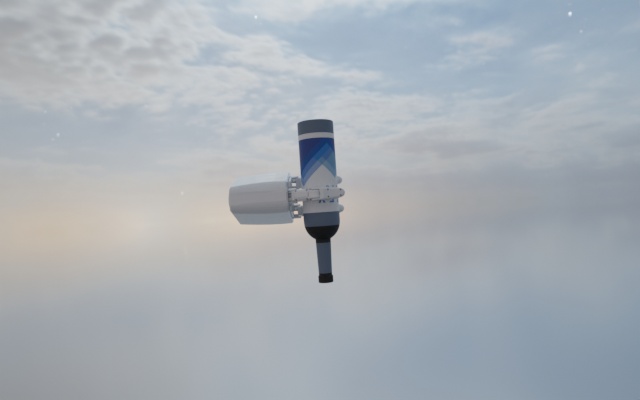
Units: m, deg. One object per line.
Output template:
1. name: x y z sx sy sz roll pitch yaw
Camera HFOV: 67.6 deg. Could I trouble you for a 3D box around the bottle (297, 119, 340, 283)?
1. bottle: 0.000 0.003 0.877 0.069 0.295 0.069 -4 -1 0
